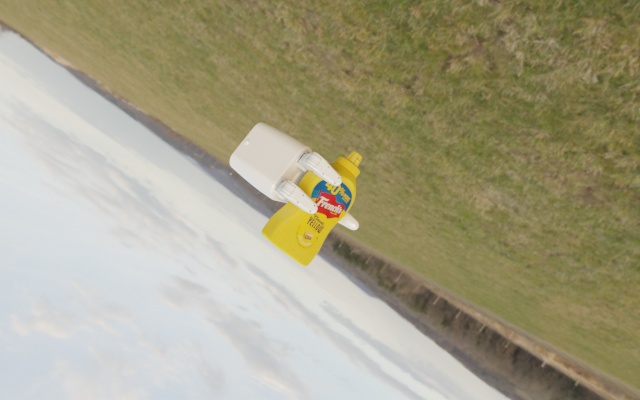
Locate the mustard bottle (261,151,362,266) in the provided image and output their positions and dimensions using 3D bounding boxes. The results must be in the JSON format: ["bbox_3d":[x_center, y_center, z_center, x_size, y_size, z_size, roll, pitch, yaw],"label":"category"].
[{"bbox_3d":[0.000,0.003,0.740,0.096,0.191,0.058,42,-8,-37],"label":"mustard bottle"}]
